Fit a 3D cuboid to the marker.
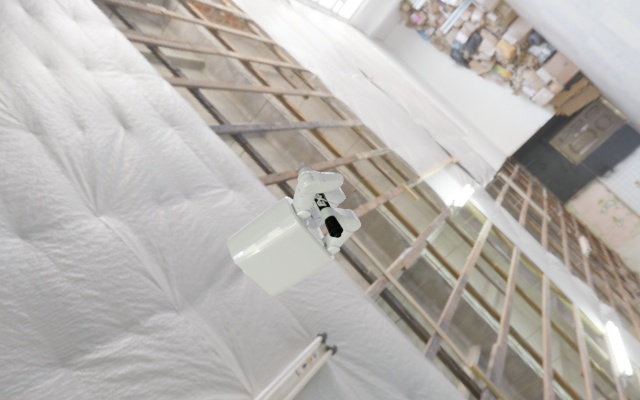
[{"bbox_3d":[0.000,0.002,0.623,0.020,0.020,0.121,0,44,-30],"label":"marker"}]
